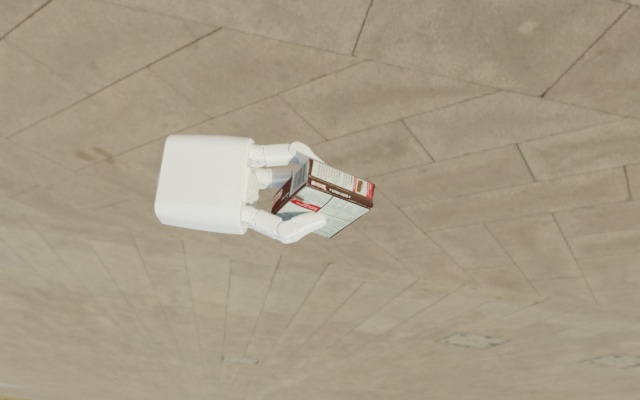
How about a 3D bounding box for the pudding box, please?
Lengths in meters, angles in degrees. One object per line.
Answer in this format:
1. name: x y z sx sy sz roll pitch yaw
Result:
1. pudding box: 0.000 0.002 0.586 0.090 0.039 0.113 19 -29 -20
